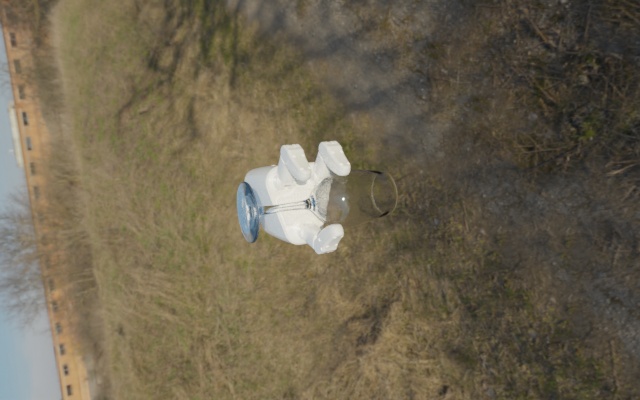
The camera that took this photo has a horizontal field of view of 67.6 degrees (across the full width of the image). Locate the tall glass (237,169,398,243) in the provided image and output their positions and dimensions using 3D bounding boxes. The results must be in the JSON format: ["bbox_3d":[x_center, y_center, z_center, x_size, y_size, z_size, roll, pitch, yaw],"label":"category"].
[{"bbox_3d":[0.000,0.002,0.612,0.201,0.079,0.079,-8,3,-27],"label":"tall glass"}]
